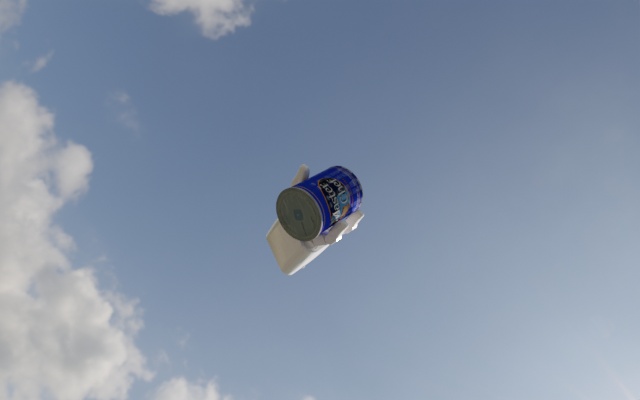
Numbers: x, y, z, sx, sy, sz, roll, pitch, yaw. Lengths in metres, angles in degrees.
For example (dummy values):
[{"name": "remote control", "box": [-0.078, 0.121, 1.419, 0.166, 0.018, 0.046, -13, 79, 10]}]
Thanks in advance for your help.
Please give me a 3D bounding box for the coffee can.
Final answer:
[{"name": "coffee can", "box": [0.000, 0.003, 0.898, 0.103, 0.103, 0.140, 0, 20, 39]}]
